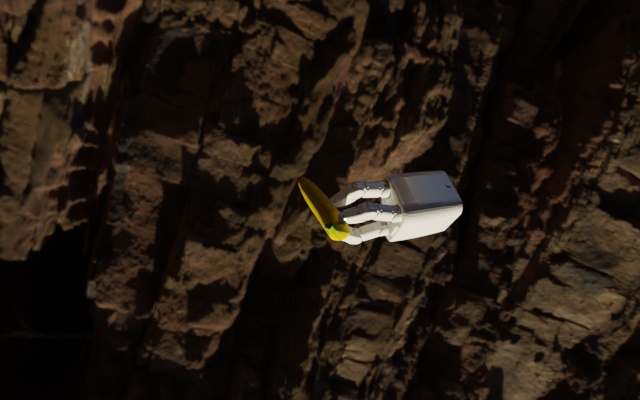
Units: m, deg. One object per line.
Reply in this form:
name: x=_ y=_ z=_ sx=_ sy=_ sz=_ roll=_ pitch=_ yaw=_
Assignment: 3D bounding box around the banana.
banana: x=0.009 y=0.018 z=0.799 sx=0.037 sy=0.070 sz=0.197 roll=-31 pitch=28 yaw=-3
